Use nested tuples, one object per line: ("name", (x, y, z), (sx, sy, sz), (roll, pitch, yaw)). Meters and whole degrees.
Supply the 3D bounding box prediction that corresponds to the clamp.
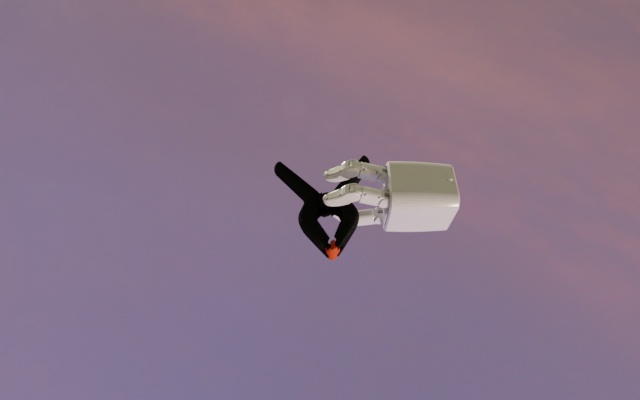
("clamp", (0.000, 0.003, 0.770), (0.164, 0.209, 0.036), (0, -42, 3))
